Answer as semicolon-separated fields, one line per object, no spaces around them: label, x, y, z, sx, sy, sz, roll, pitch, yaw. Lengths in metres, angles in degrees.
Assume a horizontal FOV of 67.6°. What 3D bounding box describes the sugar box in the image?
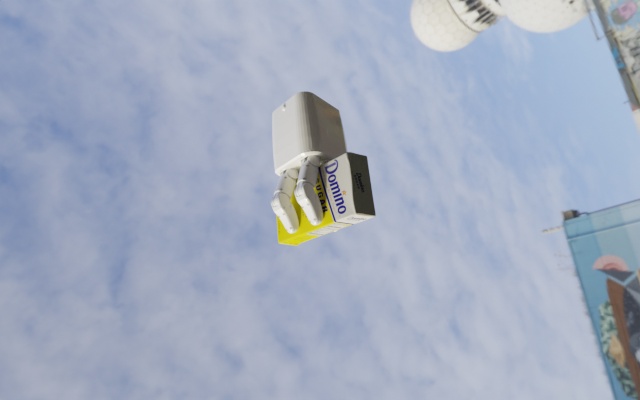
sugar box;0.000;0.002;0.711;0.048;0.093;0.176;7;-23;-38
